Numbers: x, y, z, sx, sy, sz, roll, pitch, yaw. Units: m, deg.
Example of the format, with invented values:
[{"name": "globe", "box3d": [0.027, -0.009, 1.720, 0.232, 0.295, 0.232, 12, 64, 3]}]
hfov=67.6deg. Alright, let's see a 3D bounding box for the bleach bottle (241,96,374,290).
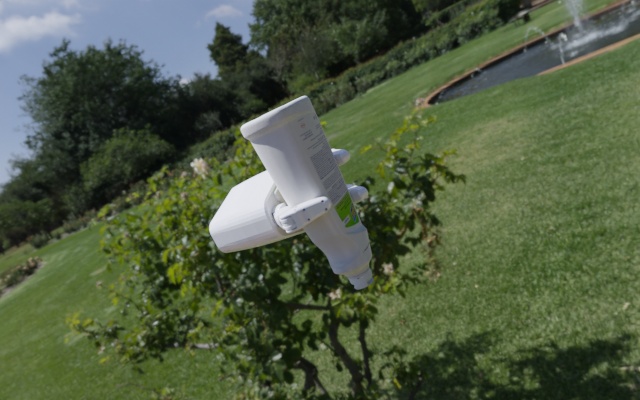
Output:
[{"name": "bleach bottle", "box3d": [0.000, 0.002, 0.594, 0.068, 0.251, 0.102, -19, 14, 31]}]
